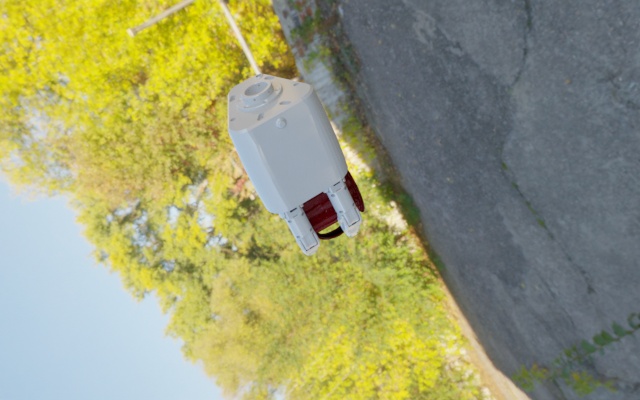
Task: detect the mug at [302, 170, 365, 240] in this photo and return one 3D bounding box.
[{"bbox_3d":[0.000,0.003,0.597,0.081,0.117,0.093,-30,37,-7],"label":"mug"}]
